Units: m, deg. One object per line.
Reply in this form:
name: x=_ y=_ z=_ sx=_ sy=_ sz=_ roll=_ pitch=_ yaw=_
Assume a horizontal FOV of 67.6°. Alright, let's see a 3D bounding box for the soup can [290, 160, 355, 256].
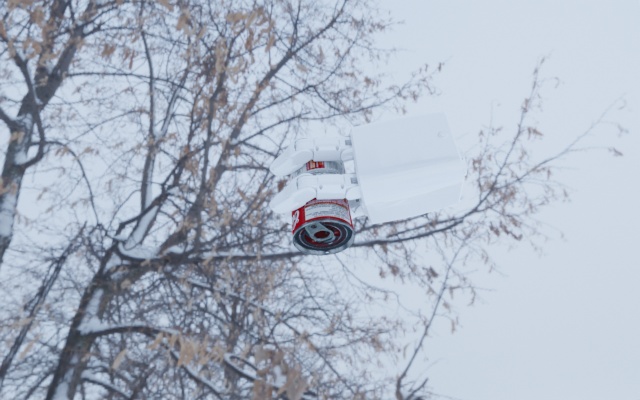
soup can: x=0.000 y=0.002 z=0.544 sx=0.068 sy=0.102 sz=0.069 roll=-3 pitch=-37 yaw=-2
